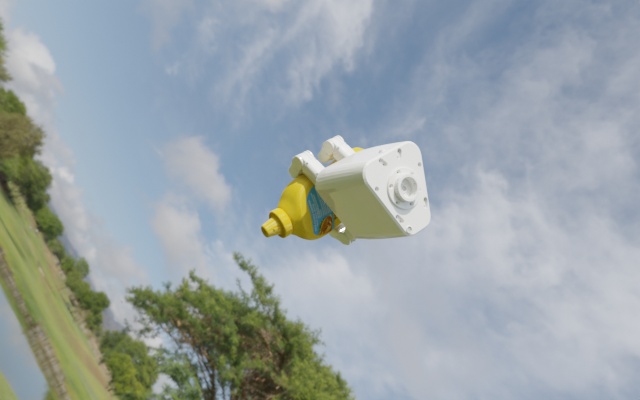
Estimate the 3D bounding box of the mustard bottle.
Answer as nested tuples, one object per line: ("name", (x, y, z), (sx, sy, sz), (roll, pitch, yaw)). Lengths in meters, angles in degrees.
("mustard bottle", (0.000, 0.002, 0.679), (0.191, 0.096, 0.058), (-28, 34, -28))
